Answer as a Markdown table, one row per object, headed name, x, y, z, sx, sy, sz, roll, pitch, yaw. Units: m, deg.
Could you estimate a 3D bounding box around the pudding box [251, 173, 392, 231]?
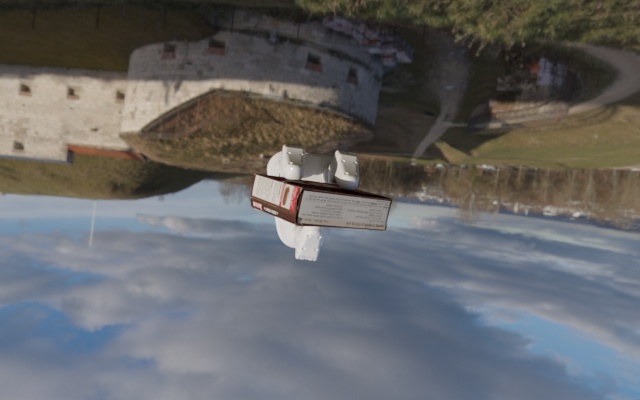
| name | x | y | z | sx | sy | sz | roll | pitch | yaw |
| --- | --- | --- | --- | --- | --- | --- | --- | --- | --- |
| pudding box | 0.000 | 0.002 | 0.476 | 0.113 | 0.039 | 0.090 | 4 | 7 | -36 |
